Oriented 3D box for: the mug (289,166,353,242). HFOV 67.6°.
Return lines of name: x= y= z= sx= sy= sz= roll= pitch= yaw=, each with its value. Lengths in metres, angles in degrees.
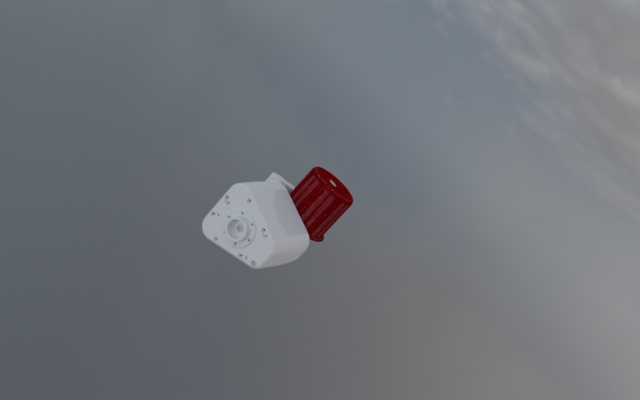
mug: x=0.001 y=0.002 z=0.744 sx=0.081 sy=0.093 sz=0.117 roll=-47 pitch=-15 yaw=16
